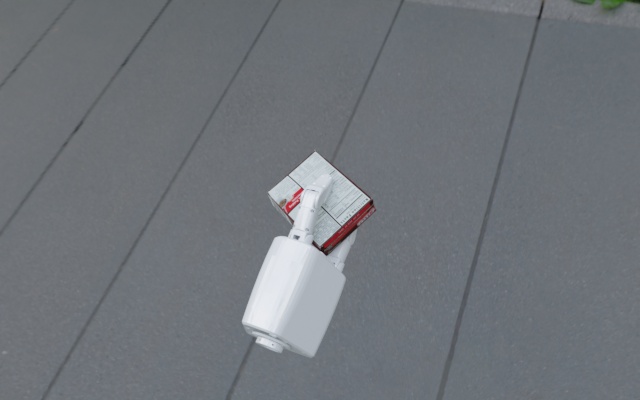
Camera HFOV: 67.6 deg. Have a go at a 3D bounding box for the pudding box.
[{"bbox_3d":[0.000,0.002,0.605,0.113,0.090,0.039,44,-11,26],"label":"pudding box"}]
